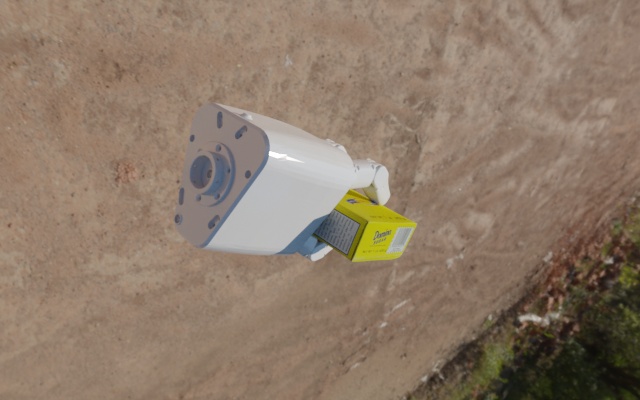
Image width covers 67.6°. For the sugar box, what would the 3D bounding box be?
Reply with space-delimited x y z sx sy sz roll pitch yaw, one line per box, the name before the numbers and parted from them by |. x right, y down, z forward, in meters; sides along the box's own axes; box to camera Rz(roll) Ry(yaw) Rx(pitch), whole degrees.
sugar box | 0.000 0.001 0.489 0.176 0.048 0.093 33 16 34
